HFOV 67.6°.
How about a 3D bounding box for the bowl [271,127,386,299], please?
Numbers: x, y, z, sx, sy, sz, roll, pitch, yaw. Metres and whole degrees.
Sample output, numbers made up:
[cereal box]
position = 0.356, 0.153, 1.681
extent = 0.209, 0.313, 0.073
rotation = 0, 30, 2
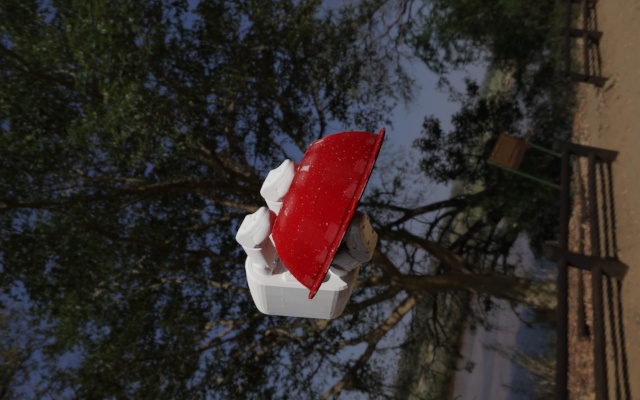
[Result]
[bowl]
position = 0.000, 0.000, 0.418
extent = 0.055, 0.162, 0.162
rotation = 24, 0, 0
